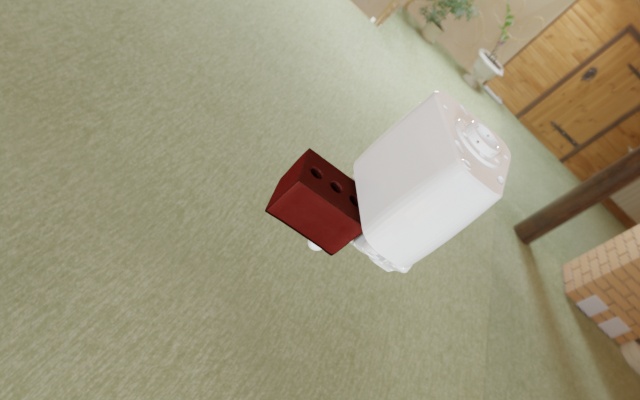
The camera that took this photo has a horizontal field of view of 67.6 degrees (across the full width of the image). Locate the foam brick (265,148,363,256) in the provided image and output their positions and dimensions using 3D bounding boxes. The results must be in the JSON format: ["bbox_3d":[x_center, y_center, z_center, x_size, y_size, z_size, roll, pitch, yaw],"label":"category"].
[{"bbox_3d":[0.000,0.001,0.437,0.078,0.053,0.051,35,-52,-15],"label":"foam brick"}]
